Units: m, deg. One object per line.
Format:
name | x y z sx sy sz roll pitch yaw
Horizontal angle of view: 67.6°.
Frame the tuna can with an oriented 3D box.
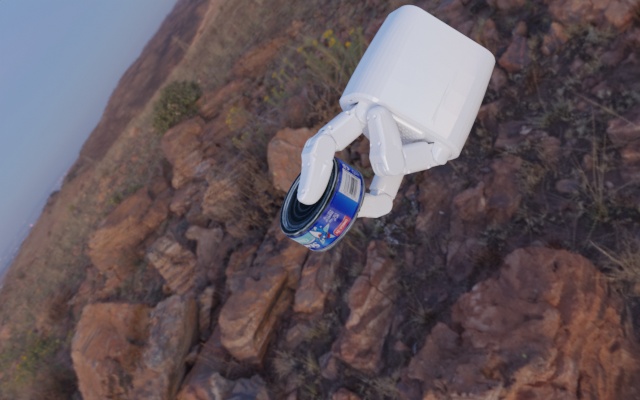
tuna can | 0.000 0.001 0.437 0.034 0.086 0.086 30 -15 -27
